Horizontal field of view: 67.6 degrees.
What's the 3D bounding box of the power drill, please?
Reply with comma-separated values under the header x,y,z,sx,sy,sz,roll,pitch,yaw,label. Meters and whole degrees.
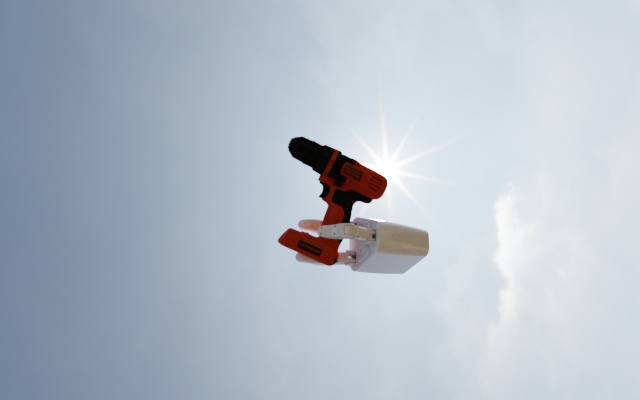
x,y,z,sx,sy,sz,roll,pitch,yaw,label
0.000,0.003,0.814,0.184,0.187,0.057,26,-2,-2,power drill
